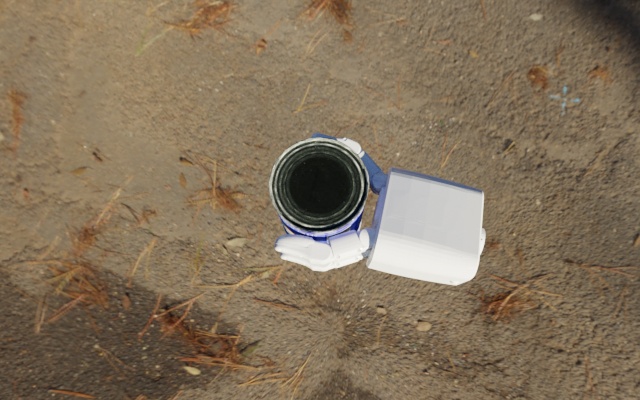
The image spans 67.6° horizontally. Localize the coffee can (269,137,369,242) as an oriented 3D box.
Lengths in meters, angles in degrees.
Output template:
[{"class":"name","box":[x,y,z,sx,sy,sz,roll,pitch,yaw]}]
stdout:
[{"class":"coffee can","box":[0.000,0.002,0.549,0.103,0.102,0.140,0,-15,2]}]
